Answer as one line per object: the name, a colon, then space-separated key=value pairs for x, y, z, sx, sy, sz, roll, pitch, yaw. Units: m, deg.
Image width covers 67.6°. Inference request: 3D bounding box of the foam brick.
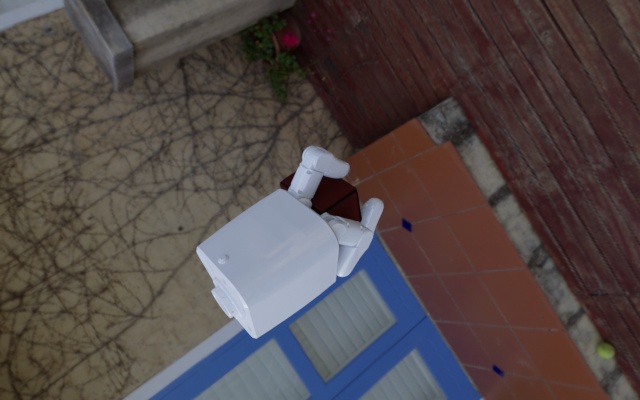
foam brick: x=0.000 y=0.002 z=0.530 sx=0.051 sy=0.053 sz=0.078 roll=-35 pitch=46 yaw=-22
